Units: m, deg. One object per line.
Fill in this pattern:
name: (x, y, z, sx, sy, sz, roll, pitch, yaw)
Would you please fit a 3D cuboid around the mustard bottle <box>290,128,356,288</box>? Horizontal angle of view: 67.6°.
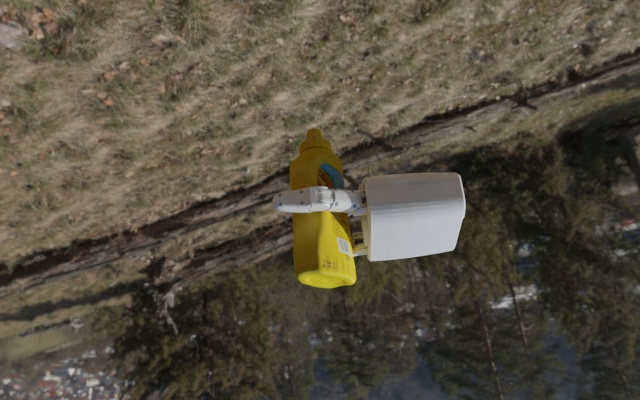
mustard bottle: (0.000, 0.002, 0.564, 0.058, 0.191, 0.096, -15, -23, 25)
